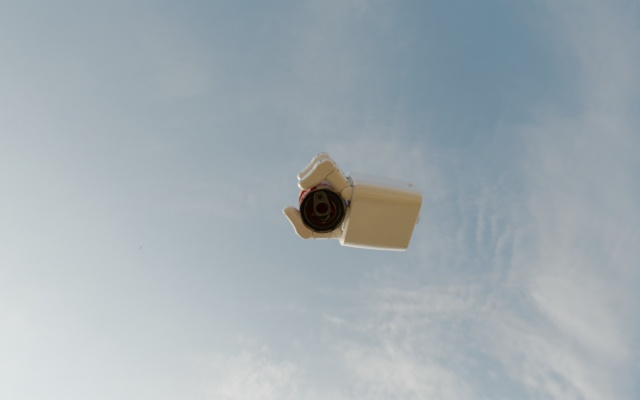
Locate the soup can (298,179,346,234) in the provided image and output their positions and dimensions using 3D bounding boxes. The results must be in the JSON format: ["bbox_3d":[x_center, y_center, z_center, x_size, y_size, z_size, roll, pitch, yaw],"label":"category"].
[{"bbox_3d":[0.000,0.002,0.736,0.068,0.068,0.102,0,15,-4],"label":"soup can"}]
